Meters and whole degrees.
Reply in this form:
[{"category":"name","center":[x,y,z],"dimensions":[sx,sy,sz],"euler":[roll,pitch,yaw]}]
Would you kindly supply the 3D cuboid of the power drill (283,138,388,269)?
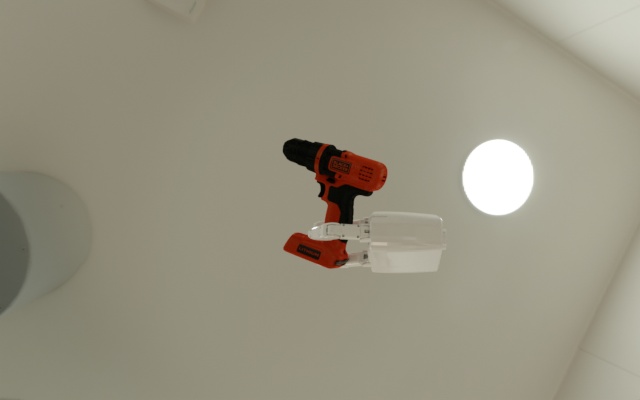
[{"category":"power drill","center":[0.000,0.003,0.773],"dimensions":[0.184,0.188,0.057],"euler":[20,11,26]}]
